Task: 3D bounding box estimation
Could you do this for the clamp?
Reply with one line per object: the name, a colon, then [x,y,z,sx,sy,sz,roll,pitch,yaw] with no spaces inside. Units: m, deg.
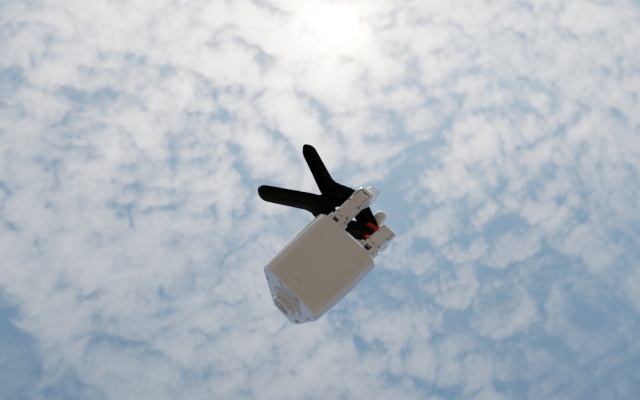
clamp: [0.000,0.003,0.666,0.120,0.171,0.039,-40,-18,-26]
